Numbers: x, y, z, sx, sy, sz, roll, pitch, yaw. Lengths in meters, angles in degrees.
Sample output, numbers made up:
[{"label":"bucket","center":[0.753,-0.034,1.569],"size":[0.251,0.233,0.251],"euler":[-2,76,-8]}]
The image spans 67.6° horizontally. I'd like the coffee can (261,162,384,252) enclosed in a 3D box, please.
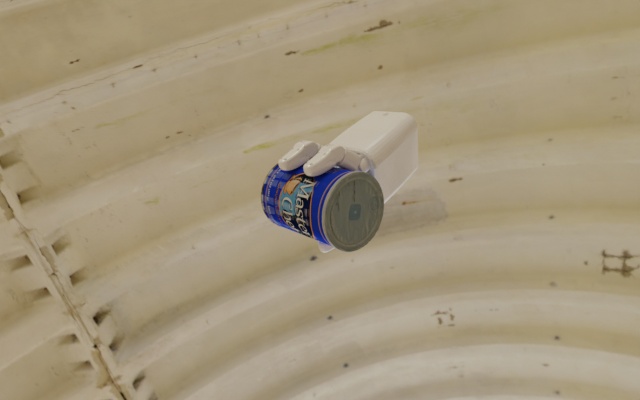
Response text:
[{"label":"coffee can","center":[0.000,0.002,0.646],"size":[0.103,0.103,0.140],"euler":[0,11,-41]}]
